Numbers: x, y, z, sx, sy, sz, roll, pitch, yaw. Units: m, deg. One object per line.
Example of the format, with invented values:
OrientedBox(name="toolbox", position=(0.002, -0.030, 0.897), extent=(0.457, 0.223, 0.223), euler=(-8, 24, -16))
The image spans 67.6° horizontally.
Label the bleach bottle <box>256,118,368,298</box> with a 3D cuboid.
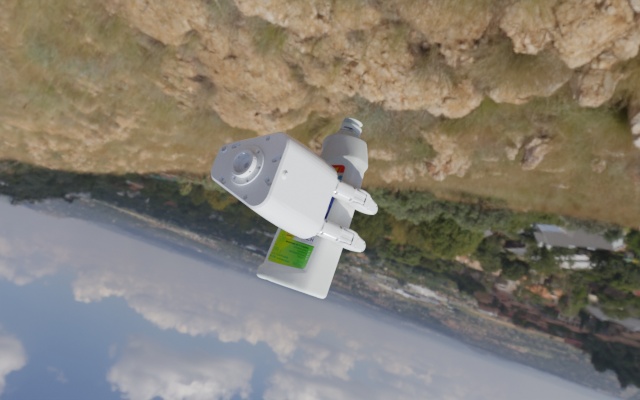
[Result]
OrientedBox(name="bleach bottle", position=(0.000, 0.002, 0.669), extent=(0.102, 0.250, 0.068), euler=(11, -13, 36))
